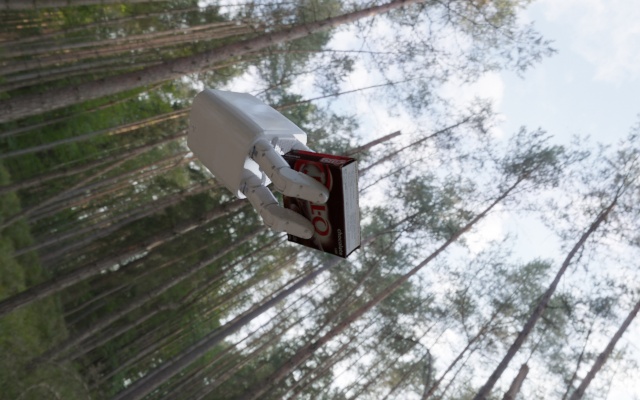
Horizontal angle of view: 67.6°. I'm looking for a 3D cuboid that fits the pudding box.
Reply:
[{"bbox_3d":[0.000,0.002,0.553,0.090,0.113,0.039,13,30,38],"label":"pudding box"}]
